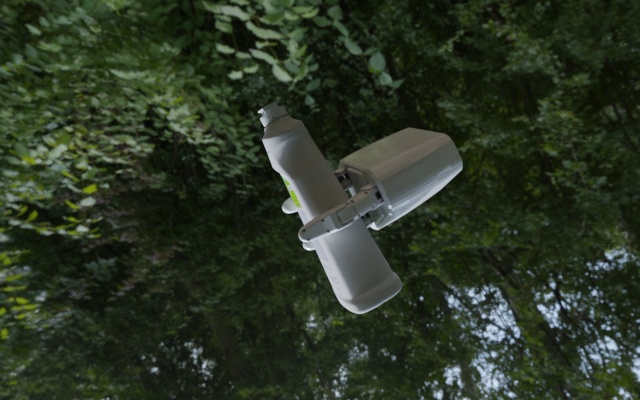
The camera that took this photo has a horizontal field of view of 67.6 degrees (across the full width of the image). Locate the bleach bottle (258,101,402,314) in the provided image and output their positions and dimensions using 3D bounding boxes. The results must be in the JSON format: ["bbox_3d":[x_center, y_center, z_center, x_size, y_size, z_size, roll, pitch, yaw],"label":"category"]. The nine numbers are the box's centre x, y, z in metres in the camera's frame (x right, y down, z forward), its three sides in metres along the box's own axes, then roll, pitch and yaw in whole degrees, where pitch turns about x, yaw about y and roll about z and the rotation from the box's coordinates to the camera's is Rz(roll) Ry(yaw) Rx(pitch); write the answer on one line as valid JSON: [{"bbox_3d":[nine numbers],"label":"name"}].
[{"bbox_3d":[0.000,0.002,0.553,0.068,0.251,0.102,-29,5,-13],"label":"bleach bottle"}]
